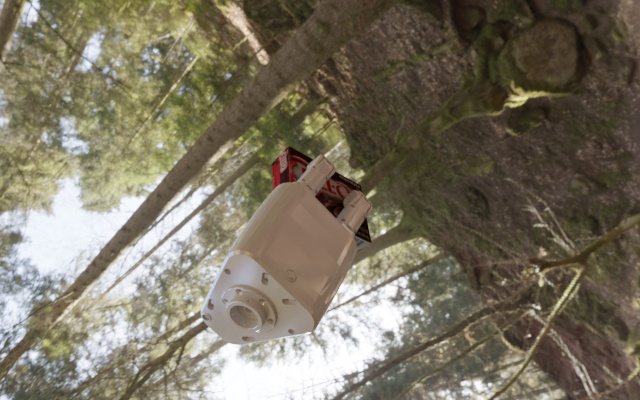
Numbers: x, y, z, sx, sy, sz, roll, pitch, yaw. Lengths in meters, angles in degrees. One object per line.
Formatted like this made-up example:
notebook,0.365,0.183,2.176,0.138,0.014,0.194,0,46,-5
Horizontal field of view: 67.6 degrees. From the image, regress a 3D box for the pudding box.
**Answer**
pudding box,0.000,0.002,0.531,0.113,0.090,0.039,28,-51,-32
